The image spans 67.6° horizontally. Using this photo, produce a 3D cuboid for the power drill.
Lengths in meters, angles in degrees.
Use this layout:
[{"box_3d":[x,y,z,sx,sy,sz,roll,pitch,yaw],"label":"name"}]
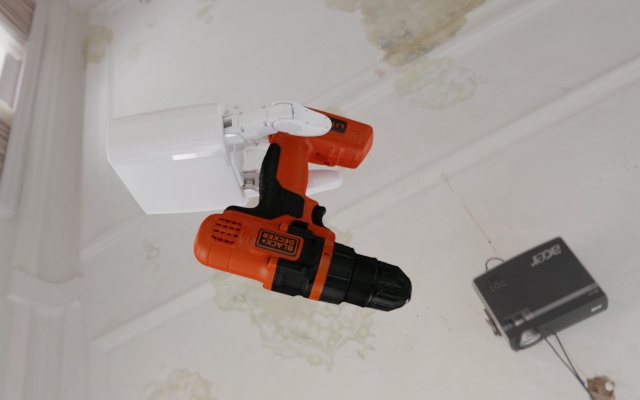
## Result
[{"box_3d":[0.000,0.001,0.438,0.184,0.187,0.057,16,-39,-3],"label":"power drill"}]
